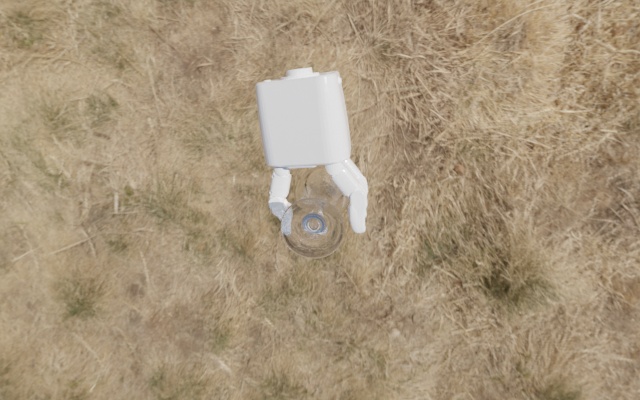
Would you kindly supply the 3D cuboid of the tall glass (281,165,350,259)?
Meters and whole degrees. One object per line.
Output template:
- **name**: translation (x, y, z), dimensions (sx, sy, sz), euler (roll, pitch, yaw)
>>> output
- **tall glass**: translation (0.000, 0.002, 0.638), dimensions (0.079, 0.079, 0.201), euler (0, 17, 6)
